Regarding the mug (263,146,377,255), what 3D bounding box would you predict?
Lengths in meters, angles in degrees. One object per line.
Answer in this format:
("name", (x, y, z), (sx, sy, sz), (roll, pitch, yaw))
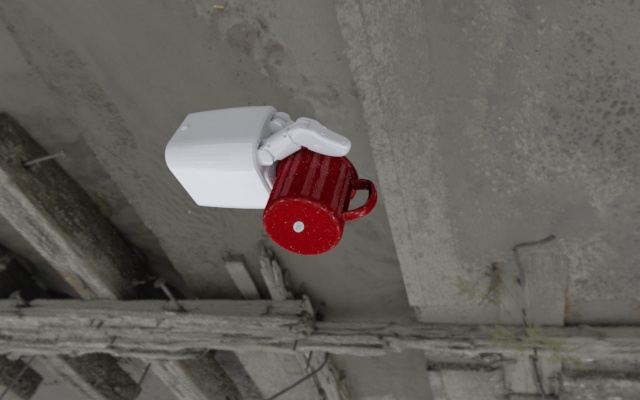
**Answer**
("mug", (0.001, 0.002, 0.491), (0.117, 0.093, 0.081), (-1, 41, 15))
